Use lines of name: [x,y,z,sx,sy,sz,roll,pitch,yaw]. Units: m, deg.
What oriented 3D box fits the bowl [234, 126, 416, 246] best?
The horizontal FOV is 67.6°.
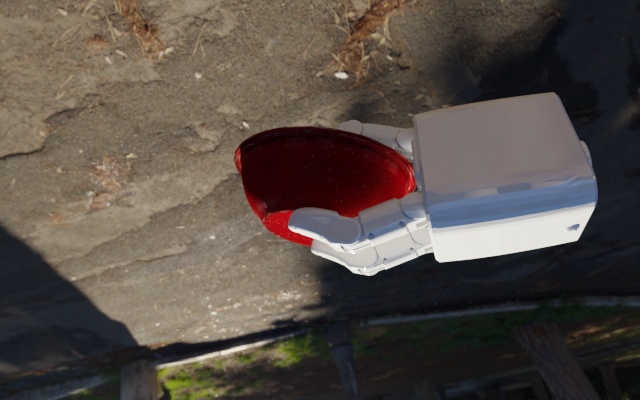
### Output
bowl: [-0.001,0.002,0.413,0.162,0.055,0.162,8,-22,3]
